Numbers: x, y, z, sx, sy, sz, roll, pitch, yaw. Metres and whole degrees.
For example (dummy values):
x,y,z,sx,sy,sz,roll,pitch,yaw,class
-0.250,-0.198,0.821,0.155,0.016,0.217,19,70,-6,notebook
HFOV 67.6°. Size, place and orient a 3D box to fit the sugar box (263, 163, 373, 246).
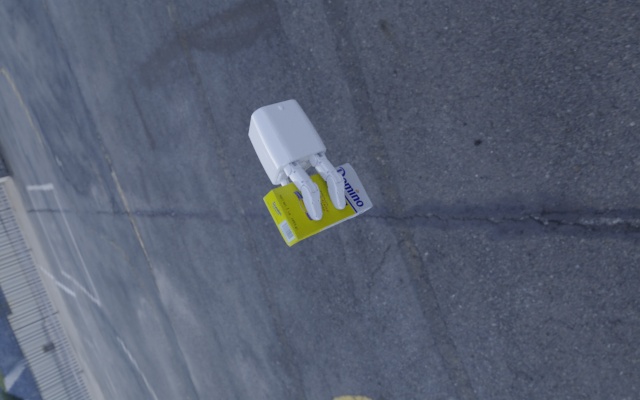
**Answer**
x,y,z,sx,sy,sz,roll,pitch,yaw,class
0.000,0.002,0.818,0.176,0.093,0.048,-23,-8,-34,sugar box
